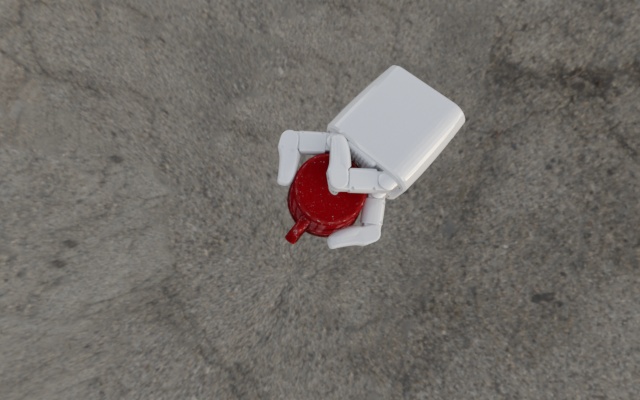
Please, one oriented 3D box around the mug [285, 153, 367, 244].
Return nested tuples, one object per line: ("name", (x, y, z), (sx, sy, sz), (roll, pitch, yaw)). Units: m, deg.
("mug", (-0.001, 0.003, 0.549), (0.093, 0.117, 0.081), (42, -9, 3))
